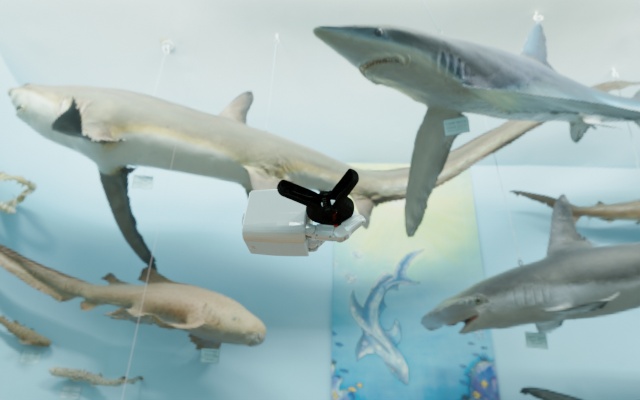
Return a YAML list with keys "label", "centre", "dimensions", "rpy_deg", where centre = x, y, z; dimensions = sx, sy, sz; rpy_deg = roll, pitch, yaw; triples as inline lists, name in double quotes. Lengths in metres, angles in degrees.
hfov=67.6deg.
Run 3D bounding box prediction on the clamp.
- label: "clamp"
  centre: [0.000, 0.002, 0.753]
  dimensions: [0.120, 0.039, 0.172]
  rpy_deg: [0, -28, 4]
